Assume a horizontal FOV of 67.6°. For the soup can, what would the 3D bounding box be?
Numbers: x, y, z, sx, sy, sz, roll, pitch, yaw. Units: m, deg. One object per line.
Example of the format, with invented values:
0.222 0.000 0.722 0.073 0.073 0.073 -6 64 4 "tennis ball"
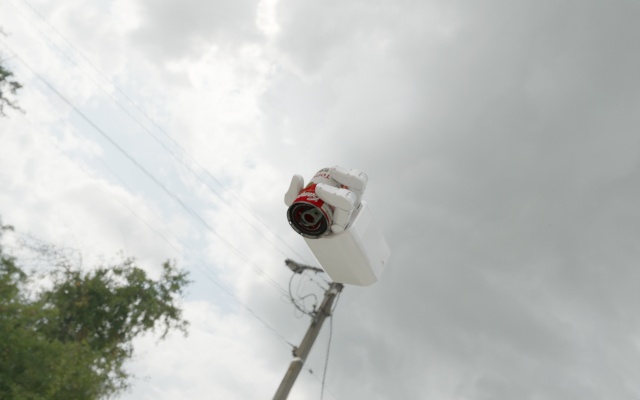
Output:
0.000 0.002 0.739 0.068 0.068 0.102 0 34 29 "soup can"
